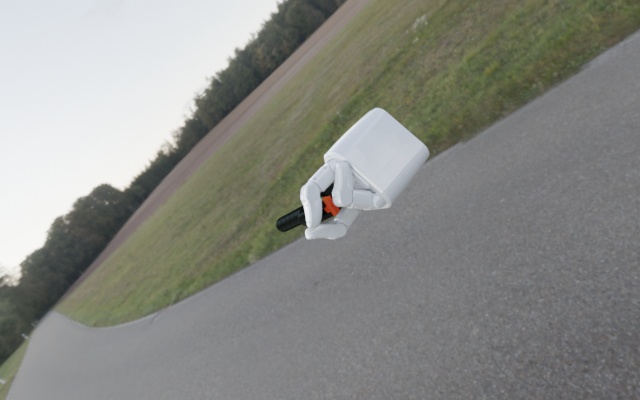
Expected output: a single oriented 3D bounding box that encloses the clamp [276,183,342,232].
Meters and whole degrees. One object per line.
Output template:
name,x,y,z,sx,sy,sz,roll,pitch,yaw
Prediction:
clamp,0.000,0.002,0.737,0.120,0.039,0.171,-48,15,-20
